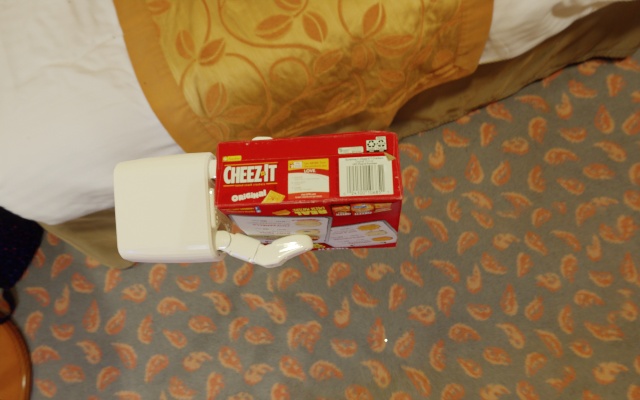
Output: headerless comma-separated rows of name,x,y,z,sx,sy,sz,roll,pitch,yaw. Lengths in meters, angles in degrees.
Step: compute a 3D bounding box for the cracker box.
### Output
cracker box,0.000,0.002,0.510,0.164,0.072,0.214,-3,-17,7
